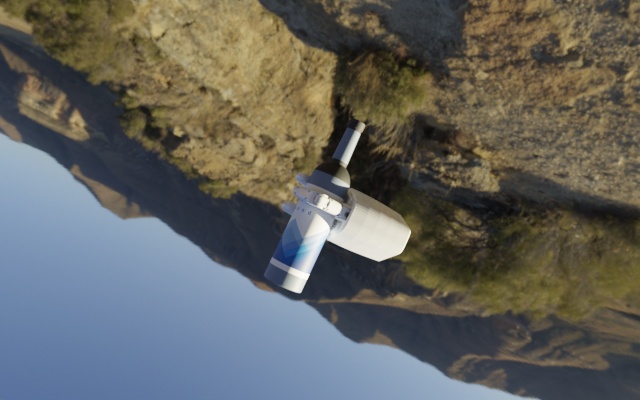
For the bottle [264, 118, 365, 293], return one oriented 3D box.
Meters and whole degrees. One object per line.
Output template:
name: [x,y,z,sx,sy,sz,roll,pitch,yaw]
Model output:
bottle: [0.000,0.003,0.783,0.069,0.295,0.069,25,-4,2]
